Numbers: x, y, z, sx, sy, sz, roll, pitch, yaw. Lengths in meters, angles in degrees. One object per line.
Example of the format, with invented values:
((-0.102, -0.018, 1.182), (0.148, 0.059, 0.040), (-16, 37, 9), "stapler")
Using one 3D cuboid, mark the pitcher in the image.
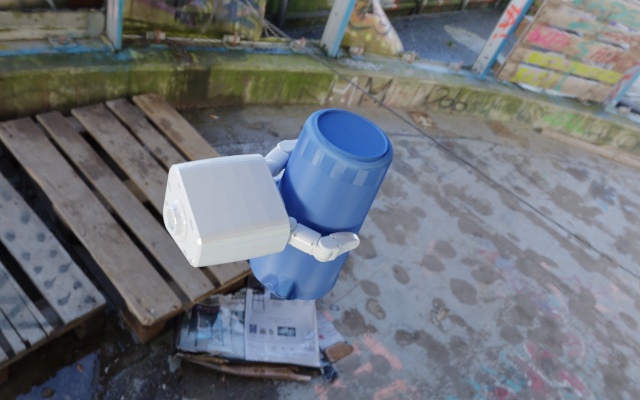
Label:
((0.000, 0.002, 0.623), (0.145, 0.243, 0.149), (-9, 50, -34), "pitcher")
